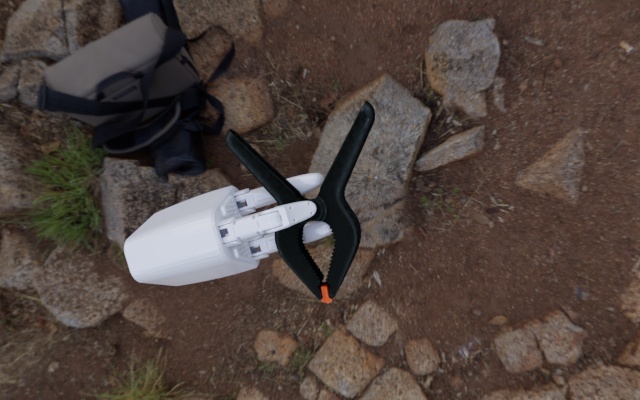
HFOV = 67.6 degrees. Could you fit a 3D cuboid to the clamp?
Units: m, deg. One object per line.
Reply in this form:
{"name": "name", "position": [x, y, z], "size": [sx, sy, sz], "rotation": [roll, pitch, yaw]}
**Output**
{"name": "clamp", "position": [0.000, 0.002, 0.510], "size": [0.164, 0.210, 0.036], "rotation": [-16, 1, 13]}
